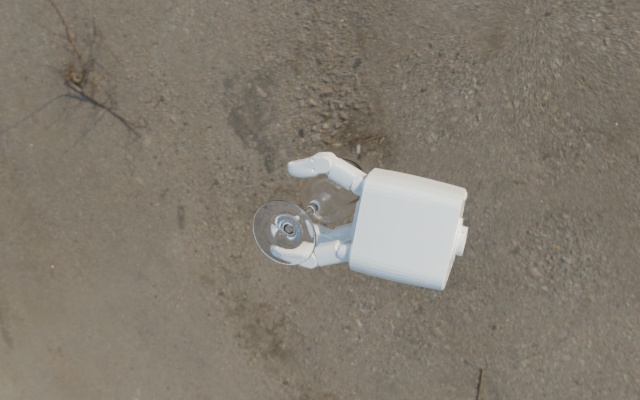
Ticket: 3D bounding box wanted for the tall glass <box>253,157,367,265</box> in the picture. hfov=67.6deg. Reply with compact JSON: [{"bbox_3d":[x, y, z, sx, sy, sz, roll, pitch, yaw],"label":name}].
[{"bbox_3d":[0.000,0.002,0.585,0.079,0.079,0.201,0,19,24],"label":"tall glass"}]
